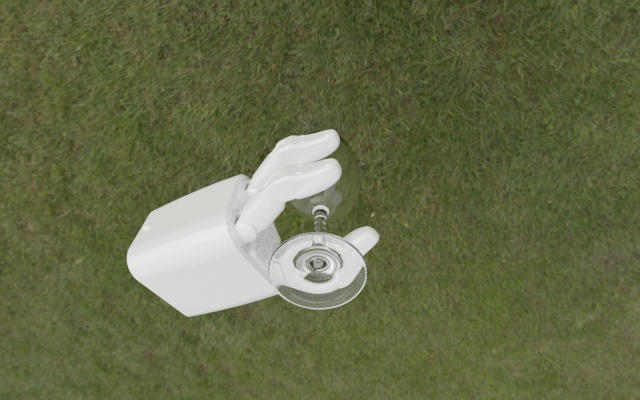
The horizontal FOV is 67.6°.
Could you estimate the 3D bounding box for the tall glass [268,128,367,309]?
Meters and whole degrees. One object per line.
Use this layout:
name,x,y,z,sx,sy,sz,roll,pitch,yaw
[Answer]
tall glass,0.000,0.002,0.439,0.079,0.079,0.201,0,32,2
